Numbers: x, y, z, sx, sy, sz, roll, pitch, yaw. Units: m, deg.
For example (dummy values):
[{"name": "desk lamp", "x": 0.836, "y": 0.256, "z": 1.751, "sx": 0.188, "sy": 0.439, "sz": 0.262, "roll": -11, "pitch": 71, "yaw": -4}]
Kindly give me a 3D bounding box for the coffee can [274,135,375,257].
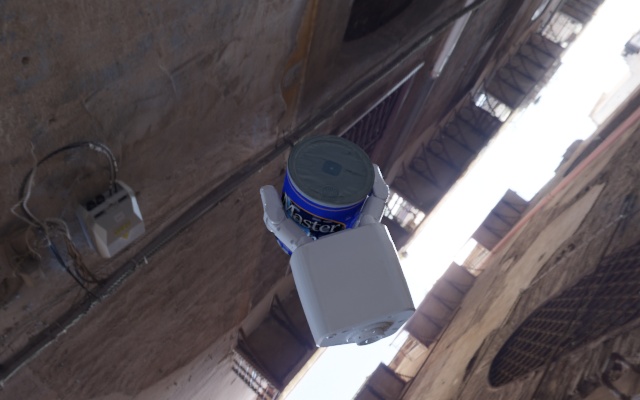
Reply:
[{"name": "coffee can", "x": 0.000, "y": 0.002, "z": 0.601, "sx": 0.103, "sy": 0.102, "sz": 0.140, "roll": 0, "pitch": -35, "yaw": -13}]
